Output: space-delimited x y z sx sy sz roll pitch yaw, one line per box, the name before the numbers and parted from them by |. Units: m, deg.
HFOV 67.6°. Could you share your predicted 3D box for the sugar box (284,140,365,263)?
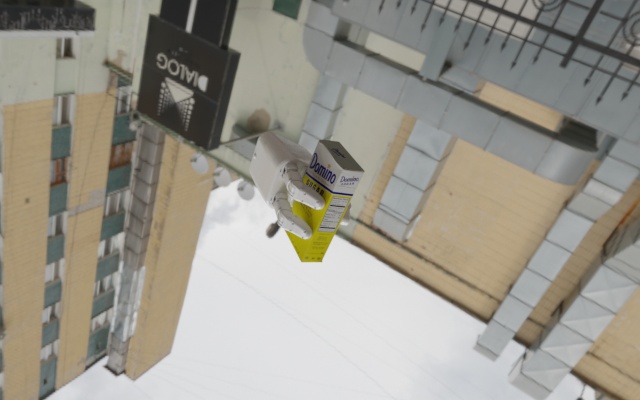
sugar box | 0.000 0.002 0.749 0.048 0.176 0.093 3 32 -30
